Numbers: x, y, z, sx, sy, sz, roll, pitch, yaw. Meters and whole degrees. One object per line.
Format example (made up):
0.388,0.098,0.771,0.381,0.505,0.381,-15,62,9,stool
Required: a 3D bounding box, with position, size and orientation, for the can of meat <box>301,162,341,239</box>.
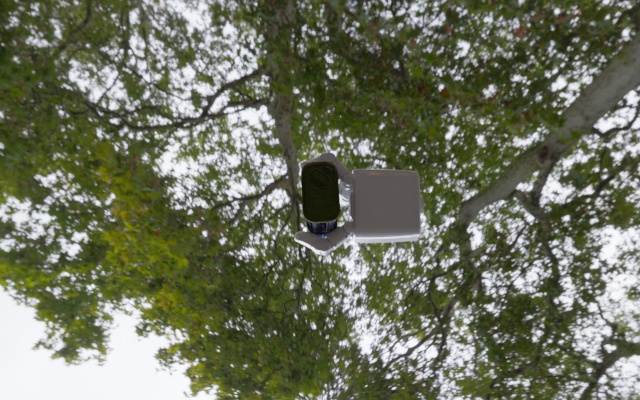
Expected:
0.000,0.003,0.762,0.057,0.102,0.084,-3,-24,-1,can of meat
